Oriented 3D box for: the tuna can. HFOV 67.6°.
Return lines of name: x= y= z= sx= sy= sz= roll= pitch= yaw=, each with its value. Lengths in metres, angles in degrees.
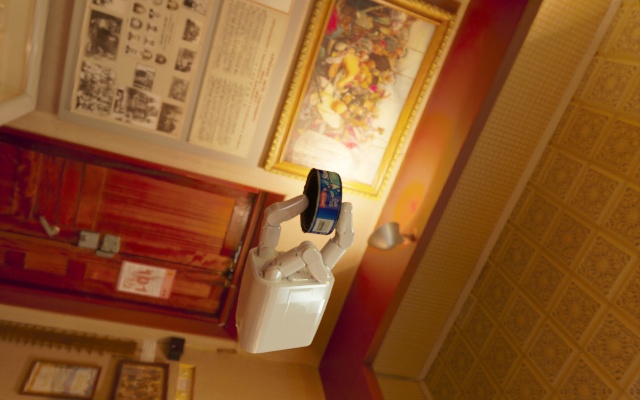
tuna can: x=0.001 y=0.002 z=0.619 sx=0.034 sy=0.086 sz=0.086 roll=8 pitch=-2 yaw=-15
